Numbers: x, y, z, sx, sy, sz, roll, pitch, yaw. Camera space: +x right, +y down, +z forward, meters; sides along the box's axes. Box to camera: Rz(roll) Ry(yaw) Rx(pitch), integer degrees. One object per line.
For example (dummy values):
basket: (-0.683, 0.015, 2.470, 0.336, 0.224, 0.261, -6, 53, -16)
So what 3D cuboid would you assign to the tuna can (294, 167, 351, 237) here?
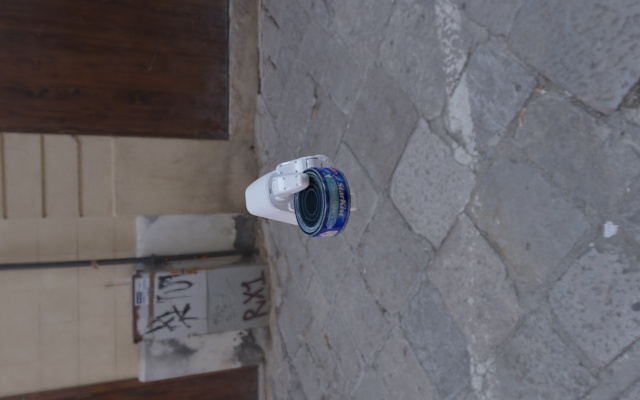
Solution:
tuna can: (0.000, 0.002, 0.583, 0.034, 0.086, 0.086, 0, 0, -30)
